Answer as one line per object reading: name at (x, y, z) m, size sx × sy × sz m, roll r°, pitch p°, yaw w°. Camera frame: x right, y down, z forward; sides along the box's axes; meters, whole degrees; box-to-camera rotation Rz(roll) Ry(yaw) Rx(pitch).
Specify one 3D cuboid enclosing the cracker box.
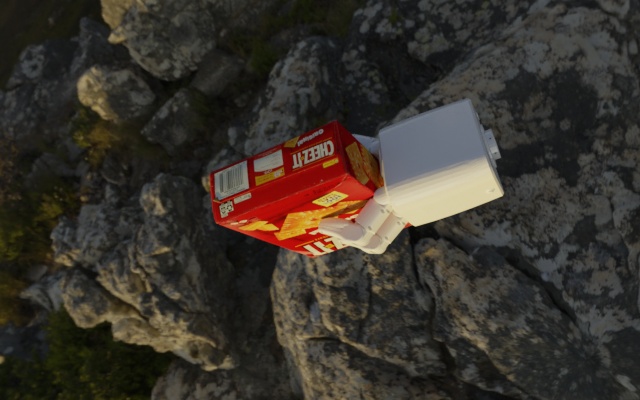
cracker box at (0.000, 0.002, 0.575) m, size 0.164 × 0.072 × 0.214 m, roll -20°, pitch -25°, yaw 22°
